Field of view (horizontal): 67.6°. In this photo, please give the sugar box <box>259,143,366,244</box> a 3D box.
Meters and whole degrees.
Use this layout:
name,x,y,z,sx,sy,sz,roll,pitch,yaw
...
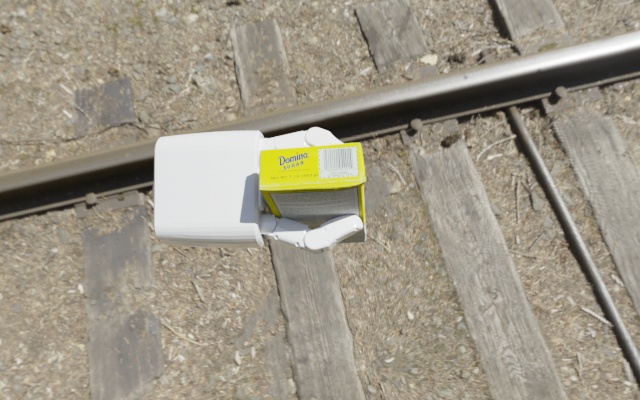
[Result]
name,x,y,z,sx,sy,sz,roll,pitch,yaw
sugar box,0.000,0.001,0.494,0.093,0.048,0.176,-3,-19,4
